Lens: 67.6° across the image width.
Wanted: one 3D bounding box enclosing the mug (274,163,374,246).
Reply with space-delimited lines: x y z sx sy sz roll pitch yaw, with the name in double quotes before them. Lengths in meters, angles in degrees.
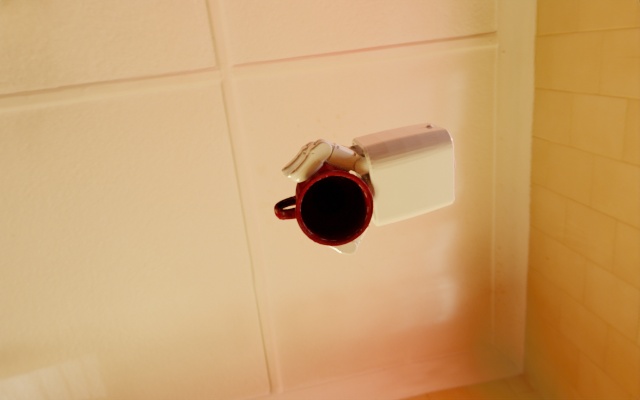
"mug" -0.001 0.002 0.593 0.117 0.093 0.081 -14 18 -4
